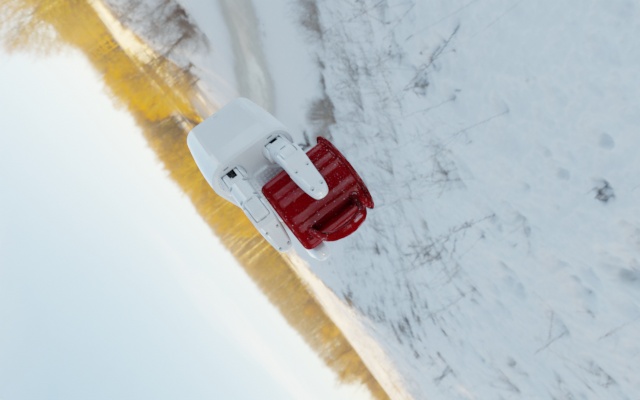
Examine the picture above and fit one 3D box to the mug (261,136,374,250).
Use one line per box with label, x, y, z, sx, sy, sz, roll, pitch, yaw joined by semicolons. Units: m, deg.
mug;0.001;0.002;0.476;0.081;0.093;0.117;-38;42;-6
